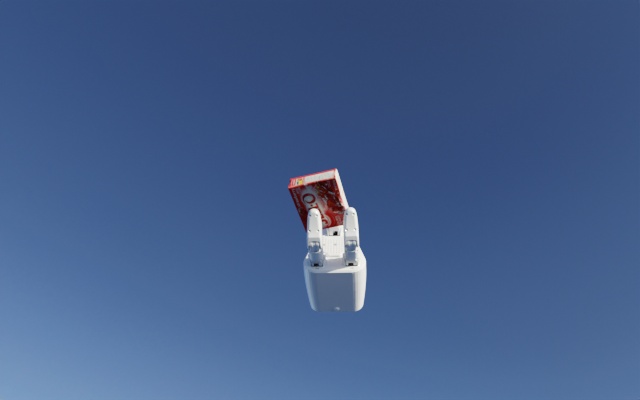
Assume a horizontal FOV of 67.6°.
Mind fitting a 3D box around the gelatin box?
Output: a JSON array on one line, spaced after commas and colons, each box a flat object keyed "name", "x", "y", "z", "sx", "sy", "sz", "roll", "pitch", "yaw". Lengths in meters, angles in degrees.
[{"name": "gelatin box", "x": 0.000, "y": 0.002, "z": 0.720, "sx": 0.073, "sy": 0.089, "sz": 0.030, "roll": -12, "pitch": 33, "yaw": 12}]
